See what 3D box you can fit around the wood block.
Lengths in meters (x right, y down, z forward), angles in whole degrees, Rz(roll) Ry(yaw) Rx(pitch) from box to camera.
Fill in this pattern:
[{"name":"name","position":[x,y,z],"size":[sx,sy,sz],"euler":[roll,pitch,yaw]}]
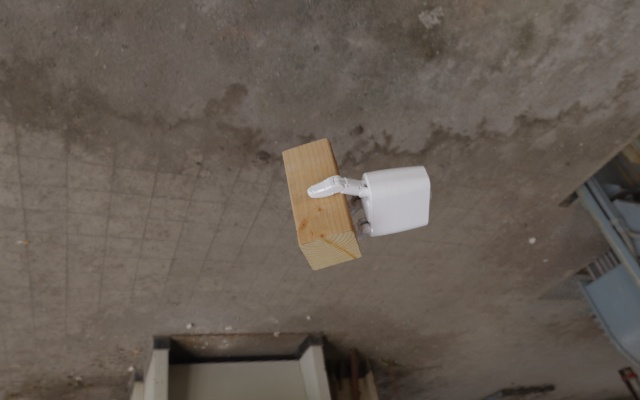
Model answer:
[{"name":"wood block","position":[0.000,0.003,0.837],"size":[0.090,0.206,0.091],"euler":[-16,-37,4]}]
